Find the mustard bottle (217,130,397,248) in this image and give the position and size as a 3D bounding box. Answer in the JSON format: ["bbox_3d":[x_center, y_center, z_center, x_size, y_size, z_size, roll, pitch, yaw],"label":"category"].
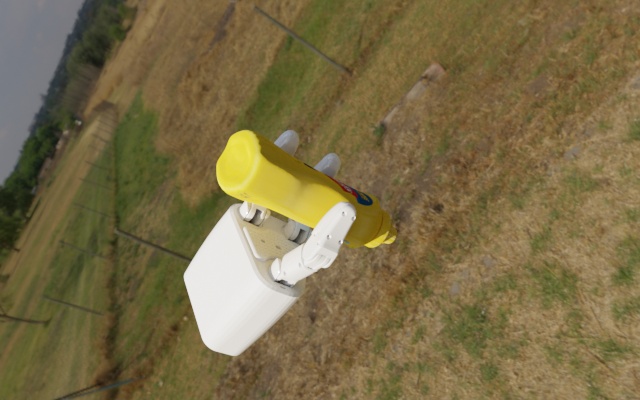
[{"bbox_3d":[0.000,0.001,0.456,0.192,0.058,0.096,27,3,-30],"label":"mustard bottle"}]
